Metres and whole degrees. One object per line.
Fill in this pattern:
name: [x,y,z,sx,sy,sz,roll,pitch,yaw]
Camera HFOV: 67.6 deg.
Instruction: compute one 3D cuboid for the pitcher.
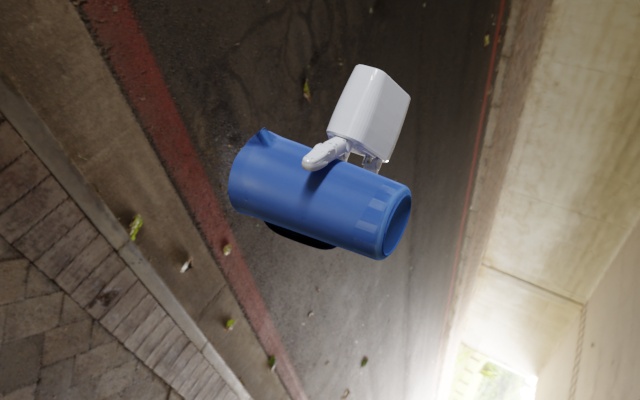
pitcher: [0.000,0.002,0.691,0.243,0.145,0.149,21,-1,24]
